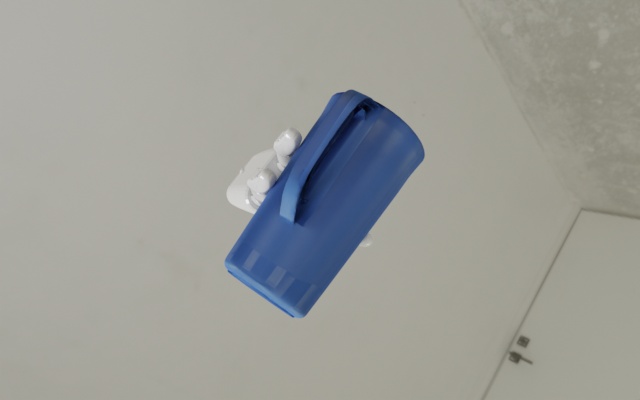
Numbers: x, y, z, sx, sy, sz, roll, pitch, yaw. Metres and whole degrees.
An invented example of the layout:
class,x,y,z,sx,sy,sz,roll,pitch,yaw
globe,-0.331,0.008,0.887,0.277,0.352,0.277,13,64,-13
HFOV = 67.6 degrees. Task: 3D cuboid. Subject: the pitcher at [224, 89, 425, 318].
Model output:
class,x,y,z,sx,sy,sz,roll,pitch,yaw
pitcher,0.000,0.002,0.537,0.149,0.242,0.145,41,-15,-23
